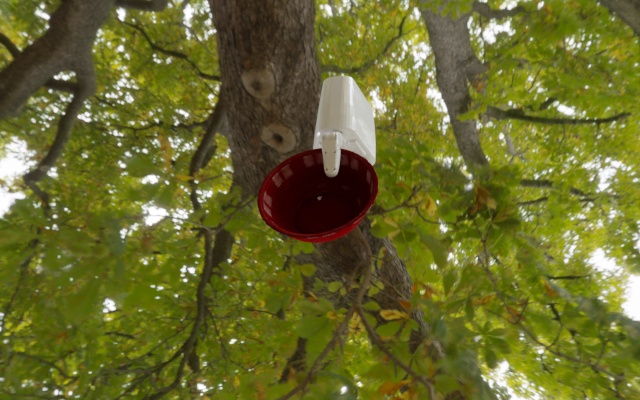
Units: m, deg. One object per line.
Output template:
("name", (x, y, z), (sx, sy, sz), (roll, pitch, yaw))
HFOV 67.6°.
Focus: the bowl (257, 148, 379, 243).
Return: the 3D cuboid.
("bowl", (0.000, 0.003, 0.642), (0.162, 0.162, 0.055), (0, -42, 15))
